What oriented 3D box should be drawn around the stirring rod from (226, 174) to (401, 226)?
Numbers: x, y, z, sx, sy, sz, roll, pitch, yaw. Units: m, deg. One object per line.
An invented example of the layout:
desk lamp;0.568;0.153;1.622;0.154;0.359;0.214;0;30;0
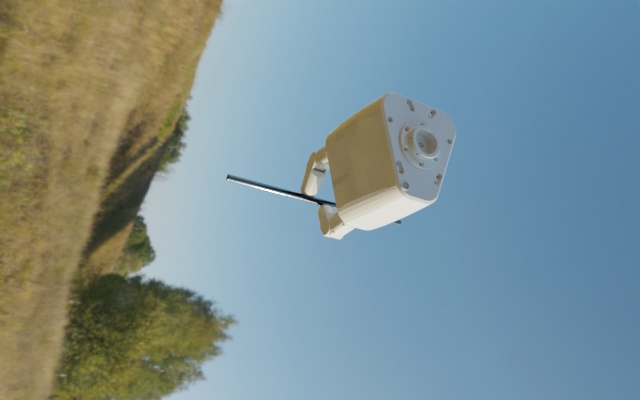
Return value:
stirring rod;0.000;0.002;0.593;0.239;0.011;0.011;15;-6;-24
